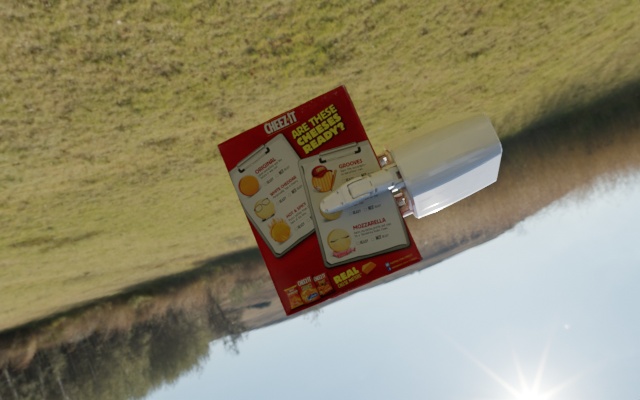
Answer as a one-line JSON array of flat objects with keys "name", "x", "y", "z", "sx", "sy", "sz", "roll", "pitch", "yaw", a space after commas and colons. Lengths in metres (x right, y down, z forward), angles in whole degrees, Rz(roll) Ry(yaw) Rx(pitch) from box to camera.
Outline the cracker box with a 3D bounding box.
[{"name": "cracker box", "x": 0.000, "y": 0.002, "z": 0.558, "sx": 0.164, "sy": 0.213, "sz": 0.072, "roll": -24, "pitch": -7, "yaw": 6}]
